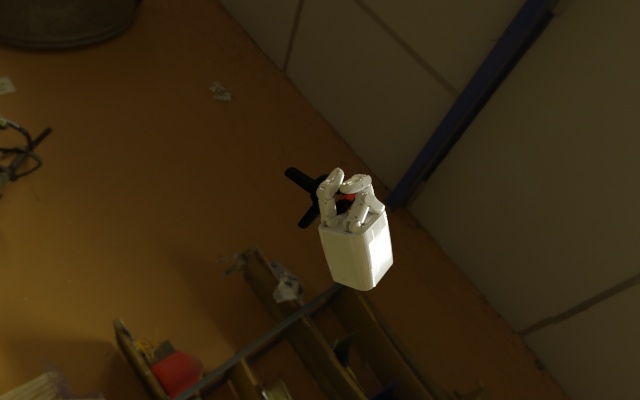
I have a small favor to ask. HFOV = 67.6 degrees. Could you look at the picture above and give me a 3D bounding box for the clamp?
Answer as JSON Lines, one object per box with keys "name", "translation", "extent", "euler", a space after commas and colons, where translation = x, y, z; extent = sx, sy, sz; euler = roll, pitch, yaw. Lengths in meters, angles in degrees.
{"name": "clamp", "translation": [0.001, 0.003, 0.864], "extent": [0.039, 0.120, 0.171], "euler": [-27, 24, -34]}
